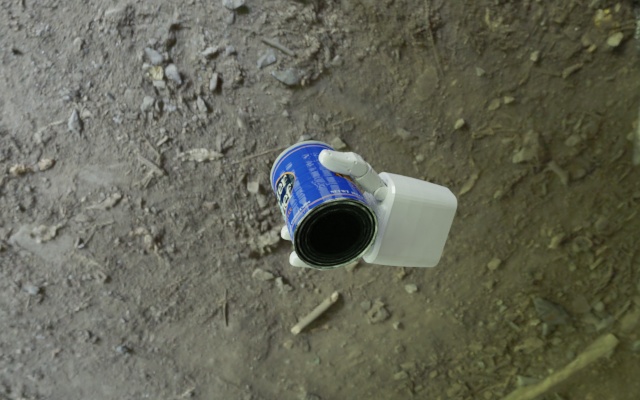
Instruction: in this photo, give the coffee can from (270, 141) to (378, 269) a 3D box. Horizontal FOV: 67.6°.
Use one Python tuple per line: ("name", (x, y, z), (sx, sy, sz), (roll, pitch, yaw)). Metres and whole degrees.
("coffee can", (0.000, 0.002, 0.600), (0.103, 0.103, 0.140), (0, 34, -18))
